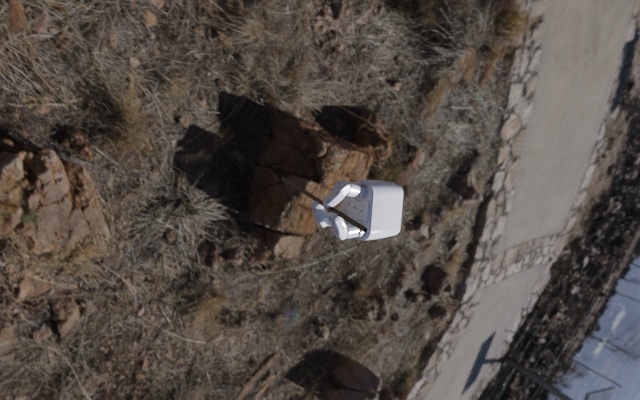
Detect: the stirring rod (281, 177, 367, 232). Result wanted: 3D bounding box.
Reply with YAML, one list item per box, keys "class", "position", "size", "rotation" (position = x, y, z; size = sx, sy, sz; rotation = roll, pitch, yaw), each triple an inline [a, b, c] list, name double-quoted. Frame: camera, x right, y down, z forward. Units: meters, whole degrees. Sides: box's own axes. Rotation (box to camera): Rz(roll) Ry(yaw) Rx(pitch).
- class: "stirring rod"
  position: [0.000, 0.003, 0.893]
  size: [0.011, 0.011, 0.239]
  rotation: [0, 23, -44]
